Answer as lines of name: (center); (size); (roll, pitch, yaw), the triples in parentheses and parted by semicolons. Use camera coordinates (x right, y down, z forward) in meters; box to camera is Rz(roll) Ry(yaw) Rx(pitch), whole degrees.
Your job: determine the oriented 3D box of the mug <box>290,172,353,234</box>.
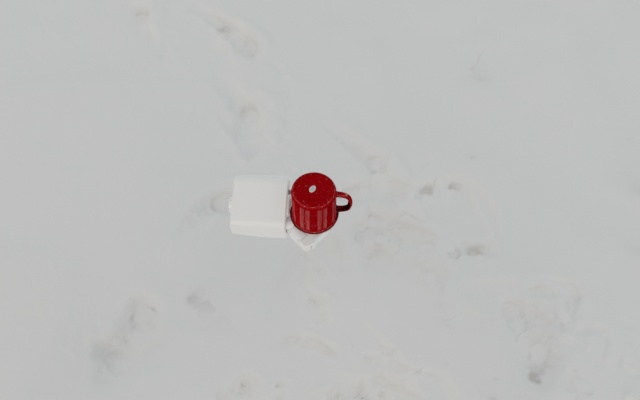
mug: (0.002, 0.003, 0.871); (0.117, 0.093, 0.082); (2, -32, 2)
